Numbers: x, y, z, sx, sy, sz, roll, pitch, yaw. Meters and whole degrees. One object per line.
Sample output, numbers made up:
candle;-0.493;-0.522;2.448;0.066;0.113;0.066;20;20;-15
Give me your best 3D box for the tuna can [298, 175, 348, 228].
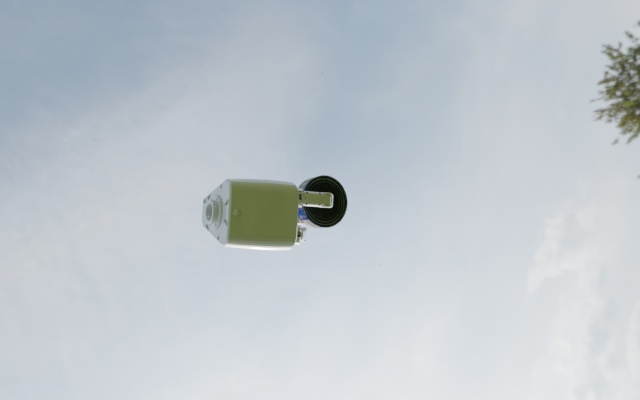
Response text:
tuna can;0.000;0.003;0.788;0.086;0.086;0.034;0;-4;-31
